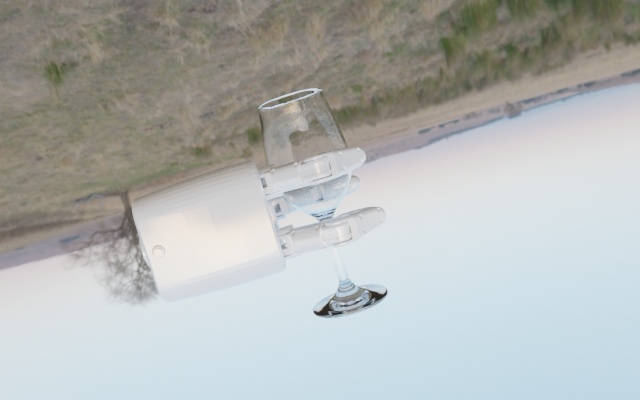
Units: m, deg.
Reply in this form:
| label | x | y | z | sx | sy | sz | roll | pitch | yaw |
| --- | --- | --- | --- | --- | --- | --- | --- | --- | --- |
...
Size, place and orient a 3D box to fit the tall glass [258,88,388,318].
| label | x | y | z | sx | sy | sz | roll | pitch | yaw |
| --- | --- | --- | --- | --- | --- | --- | --- | --- | --- |
| tall glass | 0.000 | 0.002 | 0.446 | 0.079 | 0.201 | 0.079 | -16 | 6 | 2 |
